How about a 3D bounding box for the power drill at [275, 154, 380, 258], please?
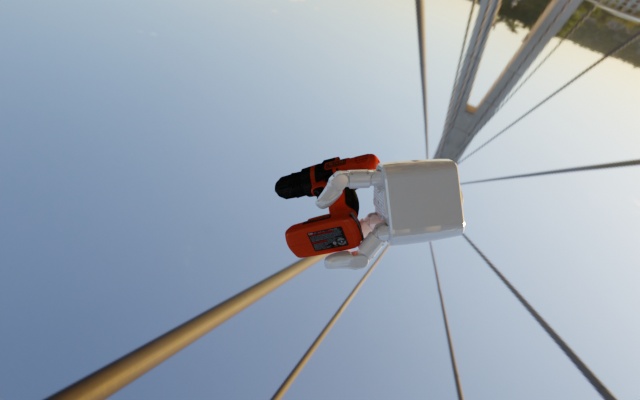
[{"bbox_3d":[0.000,0.003,0.731,0.184,0.057,0.187,-14,34,19],"label":"power drill"}]
